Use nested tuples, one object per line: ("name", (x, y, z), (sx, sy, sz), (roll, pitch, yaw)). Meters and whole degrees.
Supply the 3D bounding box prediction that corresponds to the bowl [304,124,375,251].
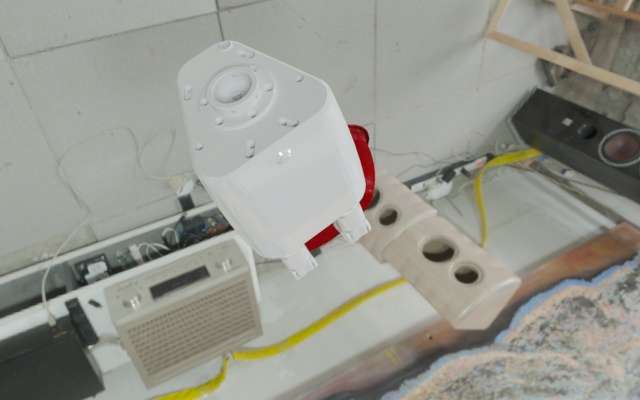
("bowl", (0.001, 0.002, 0.475), (0.162, 0.055, 0.162), (-34, -19, -13))
